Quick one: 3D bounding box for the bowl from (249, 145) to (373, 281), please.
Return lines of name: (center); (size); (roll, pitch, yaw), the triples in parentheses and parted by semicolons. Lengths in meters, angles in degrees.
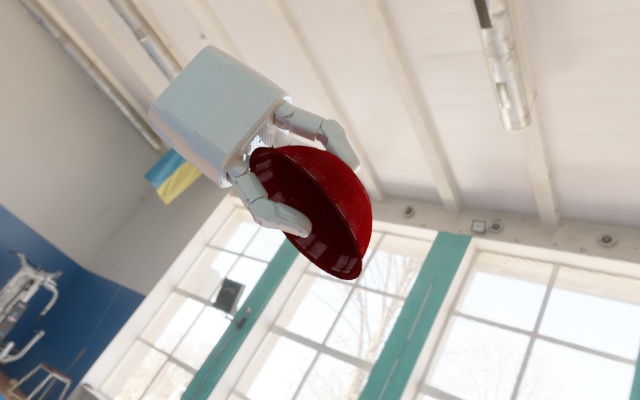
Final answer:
bowl: (0.001, 0.002, 0.482); (0.055, 0.162, 0.162); (-38, 17, -24)
